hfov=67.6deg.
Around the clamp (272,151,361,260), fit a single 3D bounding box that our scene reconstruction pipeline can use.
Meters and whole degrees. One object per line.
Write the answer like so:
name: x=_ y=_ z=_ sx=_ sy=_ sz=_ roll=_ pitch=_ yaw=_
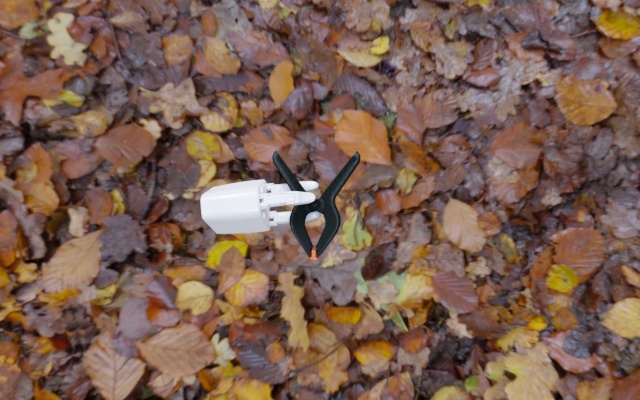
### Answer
clamp: x=0.000 y=0.003 z=0.882 sx=0.164 sy=0.210 sz=0.036 roll=-6 pitch=-6 yaw=5
